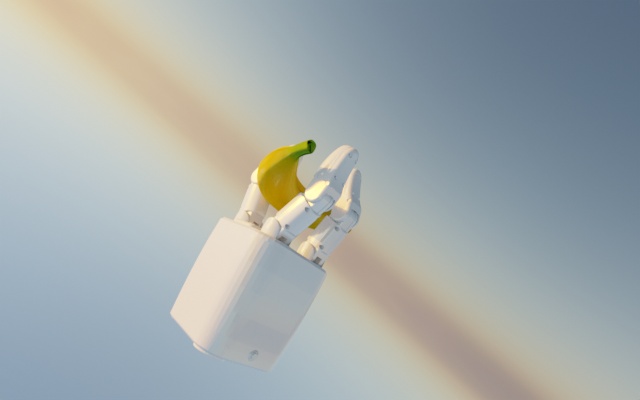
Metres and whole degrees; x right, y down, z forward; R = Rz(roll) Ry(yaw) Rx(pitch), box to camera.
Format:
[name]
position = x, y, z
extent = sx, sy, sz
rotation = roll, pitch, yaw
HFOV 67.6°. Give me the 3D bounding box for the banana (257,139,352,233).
[banana]
position = -0.018, -0.003, 0.478
extent = 0.069, 0.037, 0.198
rotation = 9, -19, 18
